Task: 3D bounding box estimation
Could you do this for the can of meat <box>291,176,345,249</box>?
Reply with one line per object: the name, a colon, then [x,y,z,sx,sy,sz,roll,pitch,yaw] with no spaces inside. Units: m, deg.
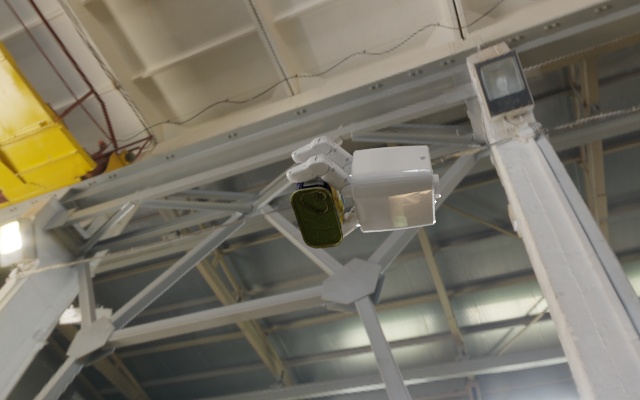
can of meat: [0.000,0.002,0.680,0.057,0.102,0.084,-8,34,13]
